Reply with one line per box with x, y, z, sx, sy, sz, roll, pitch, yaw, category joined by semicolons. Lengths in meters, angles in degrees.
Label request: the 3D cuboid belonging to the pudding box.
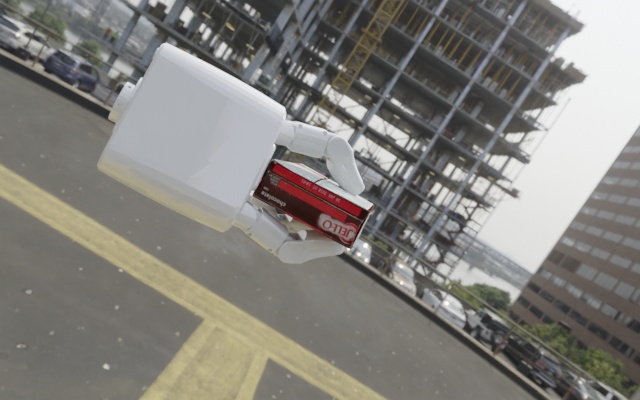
0.000;0.001;0.422;0.090;0.039;0.113;29;7;7;pudding box
